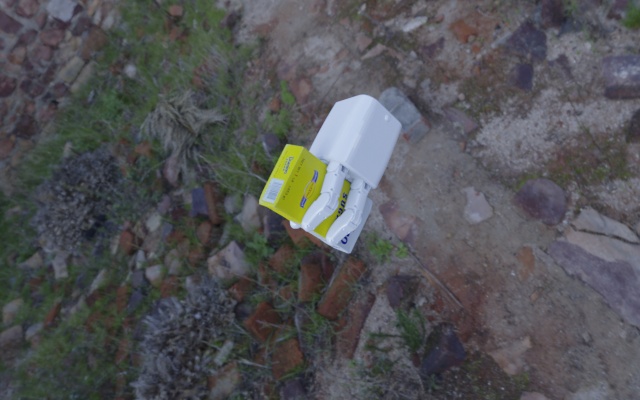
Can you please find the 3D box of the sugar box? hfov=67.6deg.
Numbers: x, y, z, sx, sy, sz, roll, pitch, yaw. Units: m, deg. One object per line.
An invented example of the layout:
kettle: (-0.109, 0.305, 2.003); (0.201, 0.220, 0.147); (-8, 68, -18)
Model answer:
sugar box: (0.000, 0.002, 0.696); (0.176, 0.093, 0.048); (33, -11, -40)
